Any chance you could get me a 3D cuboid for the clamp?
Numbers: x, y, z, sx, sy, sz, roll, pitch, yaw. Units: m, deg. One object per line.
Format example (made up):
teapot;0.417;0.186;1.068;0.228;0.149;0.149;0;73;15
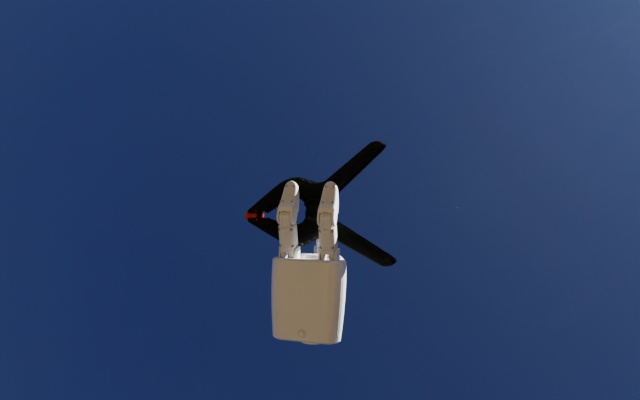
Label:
clamp;0.000;0.002;0.649;0.210;0.164;0.036;1;-6;16
